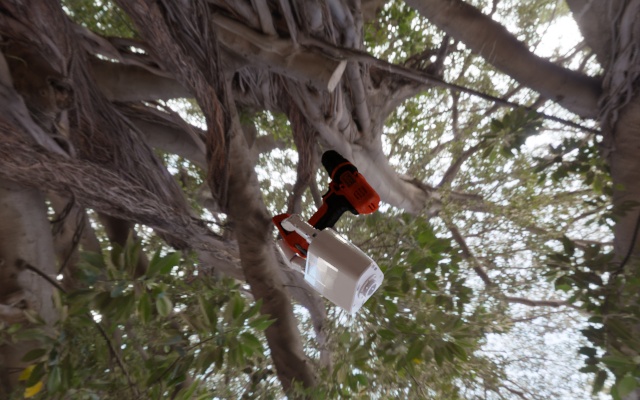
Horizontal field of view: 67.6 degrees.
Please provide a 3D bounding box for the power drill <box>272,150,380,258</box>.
[{"bbox_3d":[0.000,0.003,0.899,0.057,0.187,0.184,44,6,-43],"label":"power drill"}]
